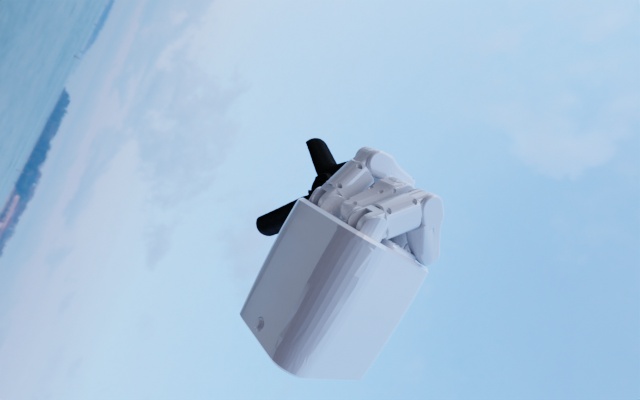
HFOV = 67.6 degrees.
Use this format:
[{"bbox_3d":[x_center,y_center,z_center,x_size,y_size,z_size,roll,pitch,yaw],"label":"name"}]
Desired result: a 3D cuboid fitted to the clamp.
[{"bbox_3d":[0.001,0.002,0.458,0.039,0.120,0.171,32,-1,-30],"label":"clamp"}]
